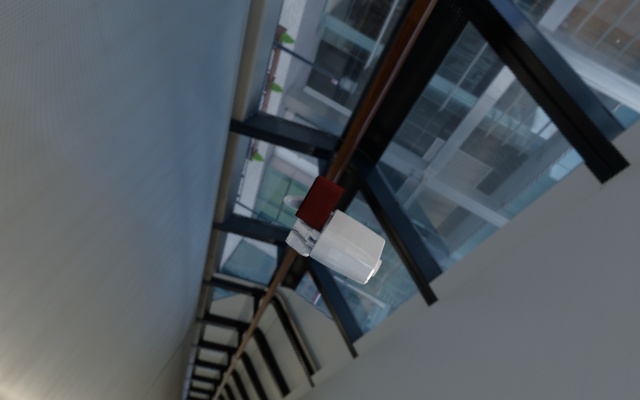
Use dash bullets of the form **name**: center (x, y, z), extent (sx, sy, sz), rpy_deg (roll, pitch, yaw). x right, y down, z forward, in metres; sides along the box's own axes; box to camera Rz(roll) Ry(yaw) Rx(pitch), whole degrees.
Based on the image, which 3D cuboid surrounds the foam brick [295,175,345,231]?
- **foam brick**: center (0.000, 0.002, 0.820), extent (0.051, 0.078, 0.053), rpy_deg (30, 11, 3)
